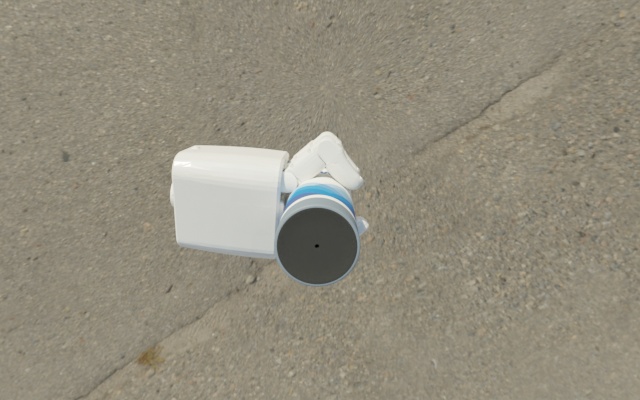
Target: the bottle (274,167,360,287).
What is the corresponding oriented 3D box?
[{"bbox_3d":[0.000,0.002,0.507,0.069,0.069,0.295,0,13,1],"label":"bottle"}]
